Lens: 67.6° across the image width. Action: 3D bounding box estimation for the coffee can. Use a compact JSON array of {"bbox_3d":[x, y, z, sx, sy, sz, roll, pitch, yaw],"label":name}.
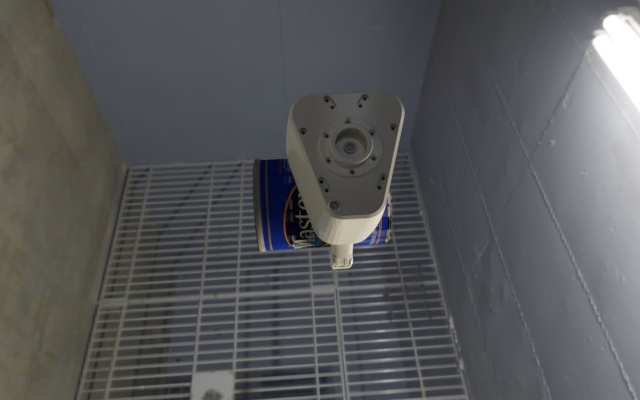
[{"bbox_3d":[0.000,0.002,0.531,0.140,0.103,0.103,-3,0,-3],"label":"coffee can"}]
